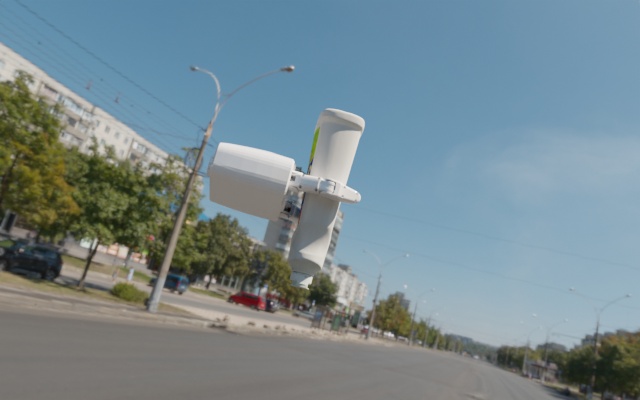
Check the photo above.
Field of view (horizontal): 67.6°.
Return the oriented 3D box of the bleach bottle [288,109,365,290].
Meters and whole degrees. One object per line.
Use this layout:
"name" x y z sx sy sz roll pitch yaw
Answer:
"bleach bottle" 0.000 0.002 0.693 0.068 0.250 0.102 15 -12 -5
